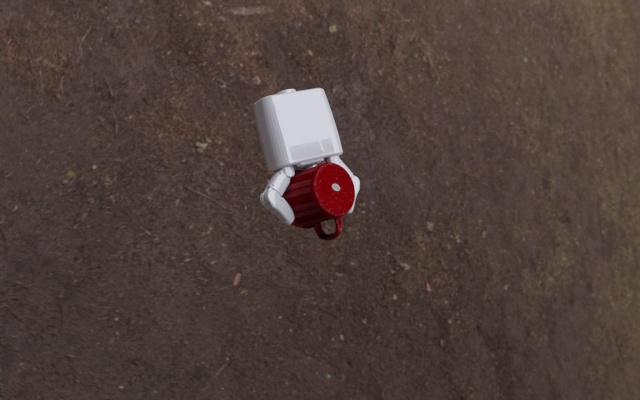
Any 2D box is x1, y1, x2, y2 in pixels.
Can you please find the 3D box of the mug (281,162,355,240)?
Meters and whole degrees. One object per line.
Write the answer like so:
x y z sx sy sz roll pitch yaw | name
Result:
0.001 0.004 0.710 0.093 0.117 0.081 -15 0 -41 | mug
